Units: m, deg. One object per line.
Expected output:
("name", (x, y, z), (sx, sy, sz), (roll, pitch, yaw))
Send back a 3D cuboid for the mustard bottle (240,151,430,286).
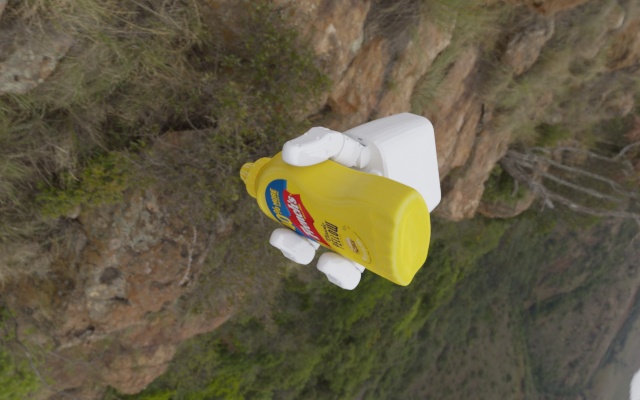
("mustard bottle", (0.000, 0.002, 0.424), (0.191, 0.058, 0.096), (23, -30, 33))
